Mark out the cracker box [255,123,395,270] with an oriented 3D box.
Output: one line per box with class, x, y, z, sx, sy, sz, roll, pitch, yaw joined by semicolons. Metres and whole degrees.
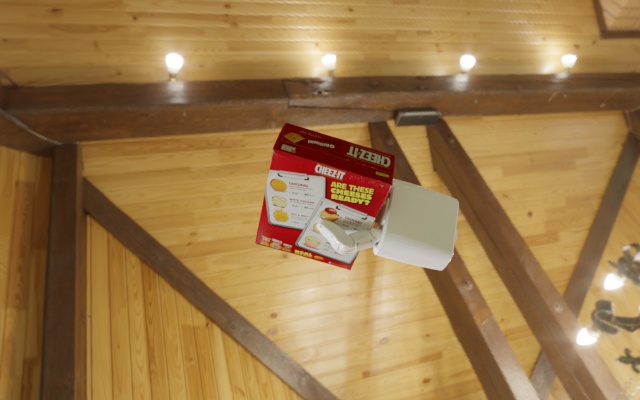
cracker box;0.000;0.003;0.713;0.164;0.072;0.214;16;-42;-2
